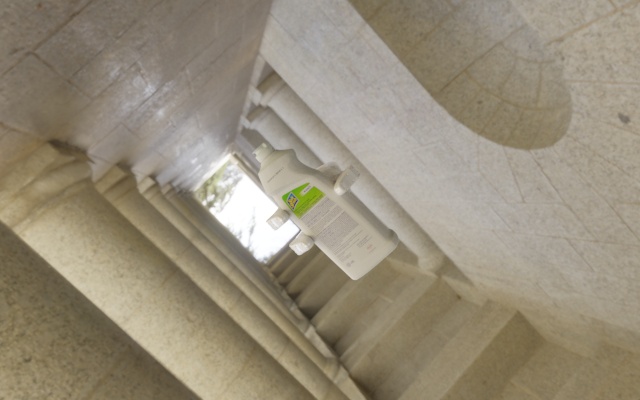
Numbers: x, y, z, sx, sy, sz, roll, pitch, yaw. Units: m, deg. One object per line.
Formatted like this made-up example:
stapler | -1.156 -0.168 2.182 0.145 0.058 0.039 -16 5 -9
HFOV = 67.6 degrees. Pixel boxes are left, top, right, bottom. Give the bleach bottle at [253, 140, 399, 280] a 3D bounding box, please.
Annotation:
bleach bottle | 0.000 0.003 0.735 0.102 0.251 0.068 -42 8 12
